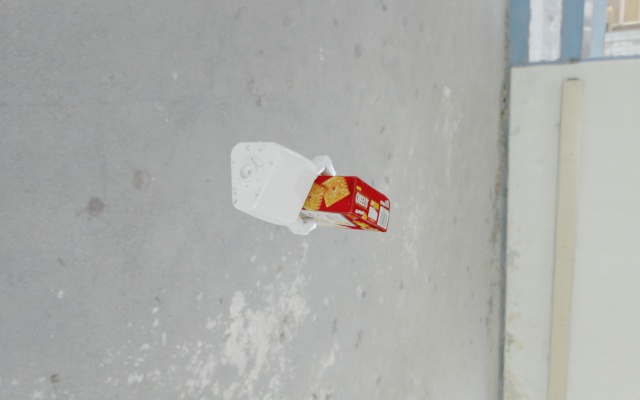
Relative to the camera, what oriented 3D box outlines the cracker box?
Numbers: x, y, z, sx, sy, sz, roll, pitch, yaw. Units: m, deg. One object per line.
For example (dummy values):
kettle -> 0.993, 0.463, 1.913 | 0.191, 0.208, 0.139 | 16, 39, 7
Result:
cracker box -> 0.000, 0.003, 0.876 | 0.213, 0.072, 0.164 | 4, -12, 30
